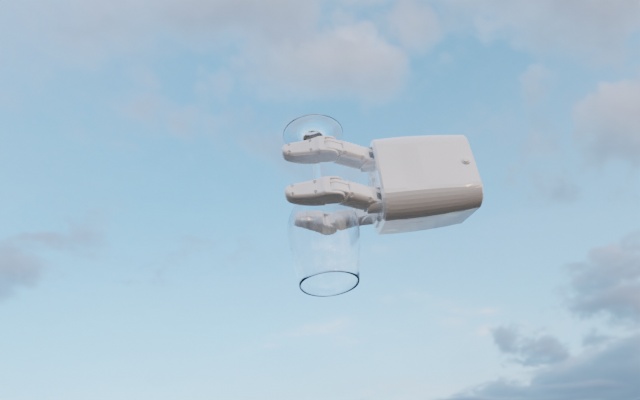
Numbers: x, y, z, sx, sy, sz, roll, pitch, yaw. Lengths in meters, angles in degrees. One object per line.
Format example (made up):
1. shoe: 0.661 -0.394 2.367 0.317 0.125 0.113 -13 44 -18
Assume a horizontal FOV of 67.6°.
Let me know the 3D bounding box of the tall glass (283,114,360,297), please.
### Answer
1. tall glass: 0.000 0.001 0.533 0.079 0.201 0.079 -4 -33 -3
